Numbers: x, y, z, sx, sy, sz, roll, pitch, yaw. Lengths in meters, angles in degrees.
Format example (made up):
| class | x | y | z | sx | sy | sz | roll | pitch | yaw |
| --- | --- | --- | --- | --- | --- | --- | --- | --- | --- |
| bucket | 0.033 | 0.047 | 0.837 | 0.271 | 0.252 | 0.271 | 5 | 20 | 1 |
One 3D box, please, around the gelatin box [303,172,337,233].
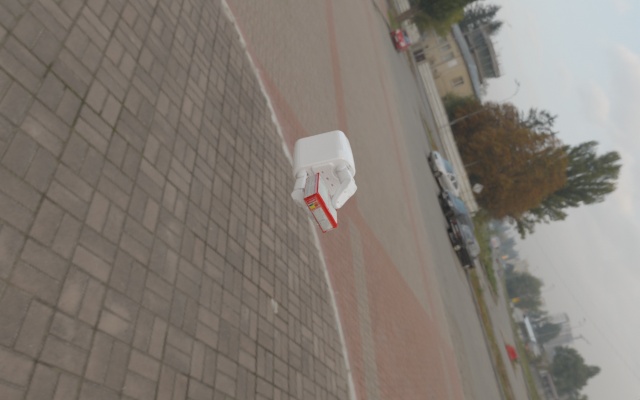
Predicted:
| class | x | y | z | sx | sy | sz | roll | pitch | yaw |
| --- | --- | --- | --- | --- | --- | --- | --- | --- | --- |
| gelatin box | 0.001 | 0.003 | 0.827 | 0.030 | 0.073 | 0.089 | -24 | 24 | 12 |
